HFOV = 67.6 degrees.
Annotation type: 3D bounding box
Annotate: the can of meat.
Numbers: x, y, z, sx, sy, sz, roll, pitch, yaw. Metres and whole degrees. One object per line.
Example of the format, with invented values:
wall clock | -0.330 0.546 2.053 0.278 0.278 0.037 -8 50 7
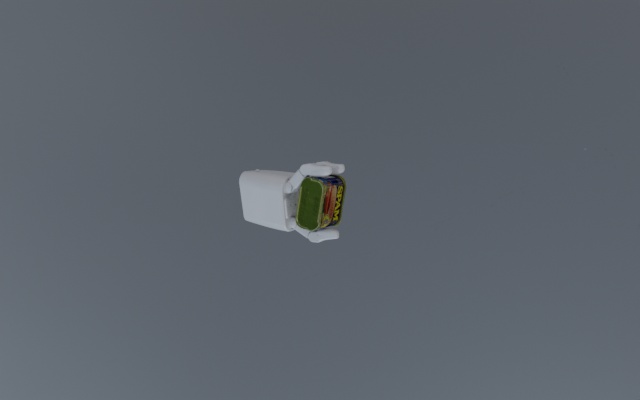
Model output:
can of meat | 0.000 0.003 0.893 0.057 0.102 0.084 14 12 28
